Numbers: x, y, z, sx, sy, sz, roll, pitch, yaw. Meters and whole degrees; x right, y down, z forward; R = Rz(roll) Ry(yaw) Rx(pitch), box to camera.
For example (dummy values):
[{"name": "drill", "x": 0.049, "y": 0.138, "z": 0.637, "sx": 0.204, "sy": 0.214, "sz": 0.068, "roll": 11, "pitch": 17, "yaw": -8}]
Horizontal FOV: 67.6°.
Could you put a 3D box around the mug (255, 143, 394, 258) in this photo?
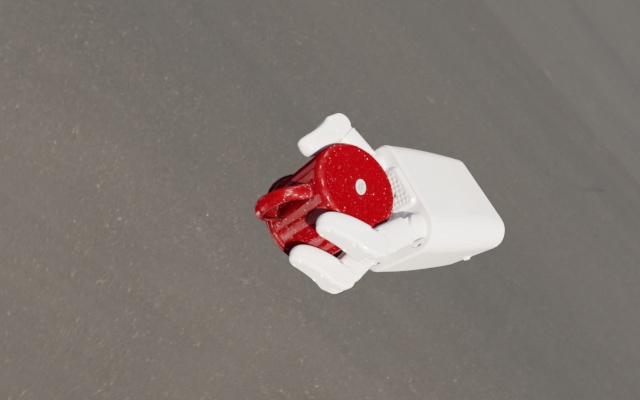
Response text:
[{"name": "mug", "x": -0.001, "y": 0.001, "z": 0.415, "sx": 0.117, "sy": 0.093, "sz": 0.081, "roll": 3, "pitch": -24, "yaw": -36}]
